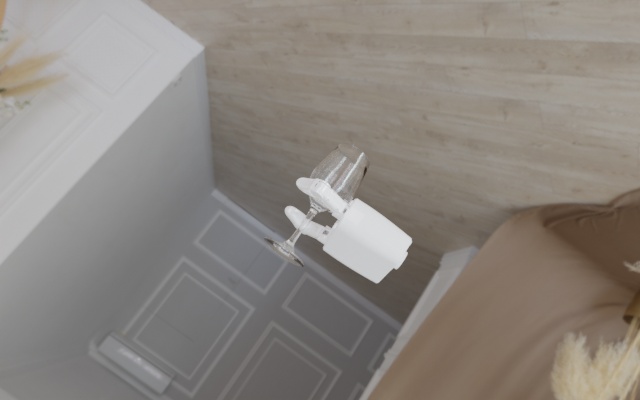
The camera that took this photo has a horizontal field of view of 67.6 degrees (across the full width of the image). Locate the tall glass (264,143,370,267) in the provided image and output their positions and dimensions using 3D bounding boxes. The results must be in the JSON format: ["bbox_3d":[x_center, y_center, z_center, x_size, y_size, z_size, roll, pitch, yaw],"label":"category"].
[{"bbox_3d":[0.000,0.003,0.753,0.079,0.201,0.079,32,-18,12],"label":"tall glass"}]
